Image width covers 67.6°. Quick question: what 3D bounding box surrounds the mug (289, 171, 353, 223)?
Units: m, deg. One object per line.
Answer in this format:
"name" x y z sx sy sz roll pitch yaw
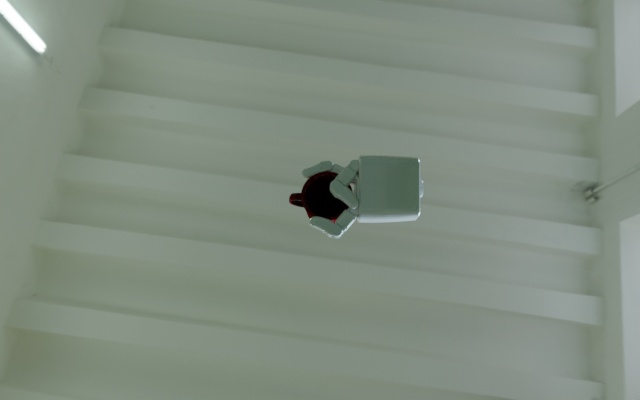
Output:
"mug" -0.001 0.003 0.887 0.117 0.093 0.081 1 -17 1
